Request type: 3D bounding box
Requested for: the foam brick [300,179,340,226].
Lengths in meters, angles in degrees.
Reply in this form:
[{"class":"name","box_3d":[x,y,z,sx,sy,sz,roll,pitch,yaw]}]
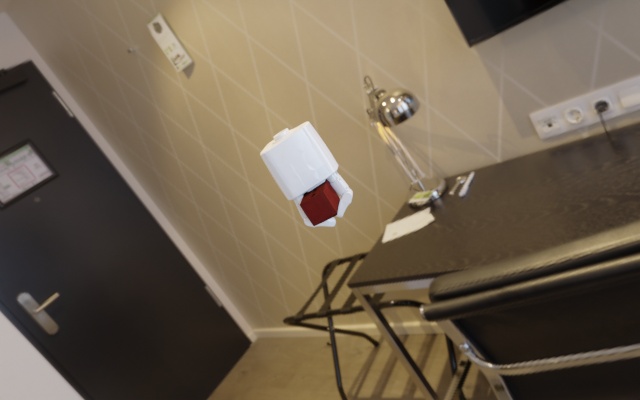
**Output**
[{"class":"foam brick","box_3d":[0.000,0.003,0.893,0.053,0.051,0.078,-28,16,16]}]
